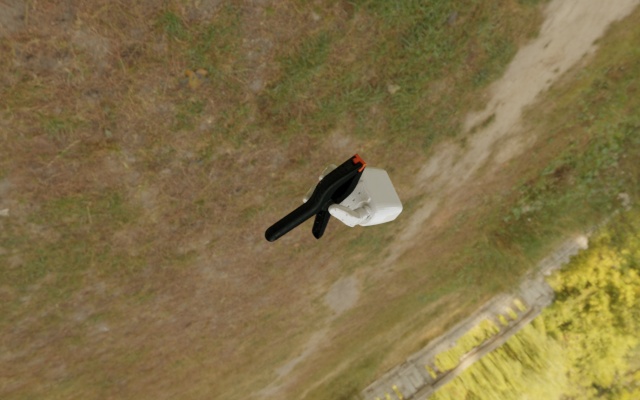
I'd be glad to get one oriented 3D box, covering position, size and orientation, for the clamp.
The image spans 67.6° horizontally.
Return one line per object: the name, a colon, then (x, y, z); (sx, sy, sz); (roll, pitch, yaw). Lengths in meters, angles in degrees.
clamp: (0.001, 0.003, 0.847); (0.164, 0.036, 0.210); (-6, -40, -53)
